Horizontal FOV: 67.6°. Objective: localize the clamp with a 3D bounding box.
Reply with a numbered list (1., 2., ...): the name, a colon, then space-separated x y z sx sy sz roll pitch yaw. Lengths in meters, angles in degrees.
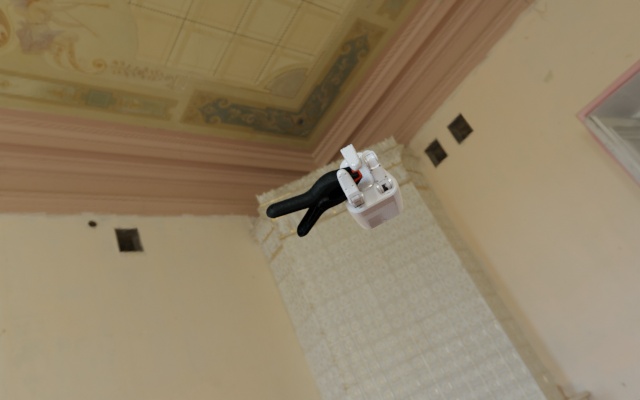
1. clamp: 0.000 0.002 0.831 0.171 0.039 0.120 -29 -27 4
